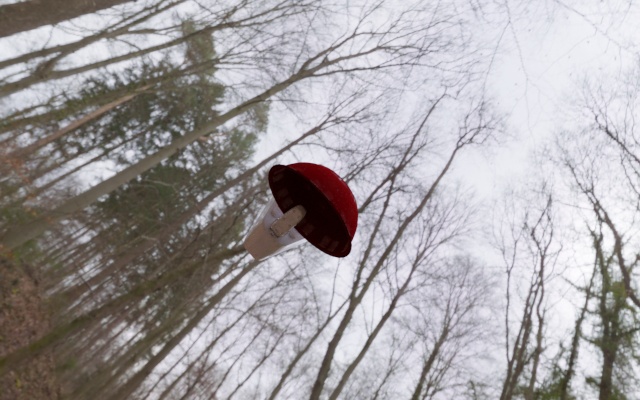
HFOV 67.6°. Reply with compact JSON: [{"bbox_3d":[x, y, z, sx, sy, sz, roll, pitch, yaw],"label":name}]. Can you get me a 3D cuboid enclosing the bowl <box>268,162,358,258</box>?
[{"bbox_3d":[0.001,0.002,0.670,0.055,0.162,0.162,-40,19,-24],"label":"bowl"}]
